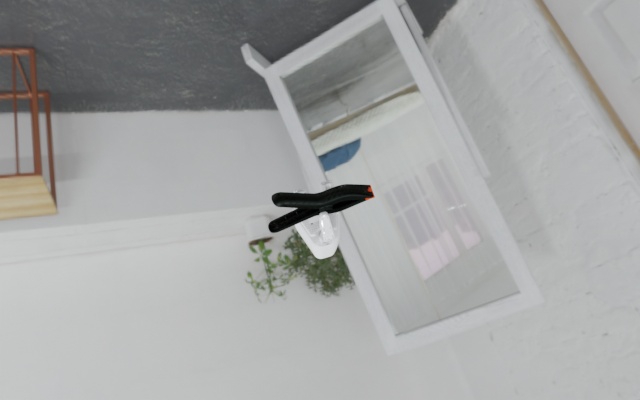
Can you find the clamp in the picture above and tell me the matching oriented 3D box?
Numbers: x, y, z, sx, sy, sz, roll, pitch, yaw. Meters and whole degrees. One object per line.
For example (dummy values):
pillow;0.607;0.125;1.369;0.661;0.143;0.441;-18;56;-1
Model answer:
clamp;0.001;0.004;0.881;0.210;0.036;0.165;-15;-18;-7
